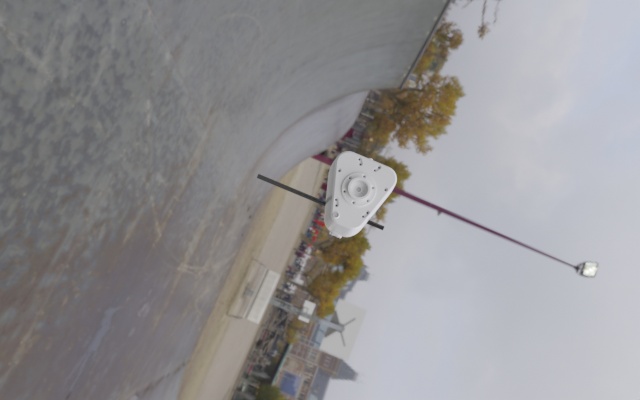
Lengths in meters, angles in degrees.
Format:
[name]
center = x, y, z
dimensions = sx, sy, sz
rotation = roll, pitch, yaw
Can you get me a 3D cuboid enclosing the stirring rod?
[stirring rod]
center = 0.000, 0.003, 0.843
dimensions = 0.239, 0.011, 0.011
rotation = 23, 0, 1
